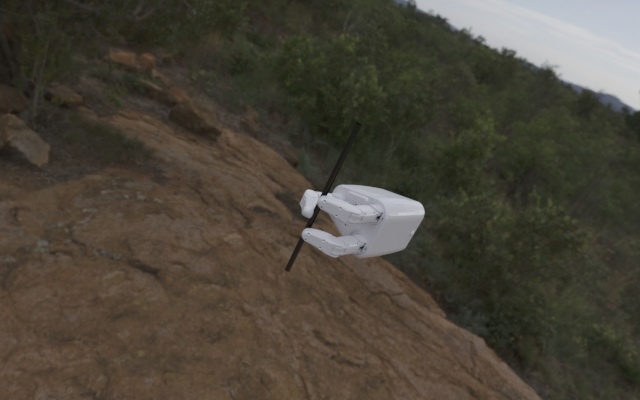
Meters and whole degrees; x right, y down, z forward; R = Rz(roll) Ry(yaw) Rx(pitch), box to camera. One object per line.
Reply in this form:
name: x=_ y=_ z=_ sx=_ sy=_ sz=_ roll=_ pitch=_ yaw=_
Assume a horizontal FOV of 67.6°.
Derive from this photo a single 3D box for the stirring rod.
stirring rod: x=0.000 y=0.002 z=0.653 sx=0.011 sy=0.240 sz=0.011 roll=22 pitch=23 yaw=-10
